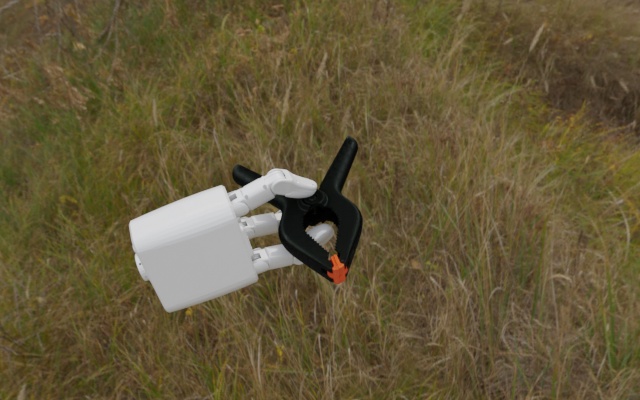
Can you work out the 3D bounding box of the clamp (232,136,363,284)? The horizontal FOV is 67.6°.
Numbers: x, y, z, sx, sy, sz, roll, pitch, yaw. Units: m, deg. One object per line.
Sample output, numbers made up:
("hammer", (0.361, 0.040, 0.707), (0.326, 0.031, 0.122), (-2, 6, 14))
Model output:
("clamp", (0.000, 0.002, 0.555), (0.164, 0.036, 0.209), (-21, 47, -11))
